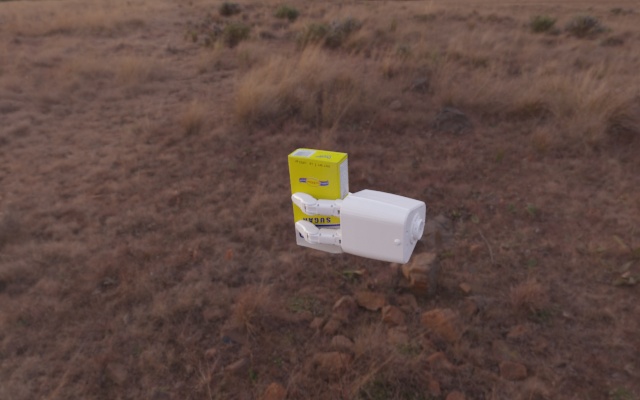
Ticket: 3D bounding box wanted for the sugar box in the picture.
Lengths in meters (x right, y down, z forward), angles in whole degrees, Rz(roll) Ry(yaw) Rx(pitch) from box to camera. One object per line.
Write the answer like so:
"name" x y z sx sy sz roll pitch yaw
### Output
"sugar box" 0.000 0.003 0.814 0.093 0.176 0.048 10 29 25
